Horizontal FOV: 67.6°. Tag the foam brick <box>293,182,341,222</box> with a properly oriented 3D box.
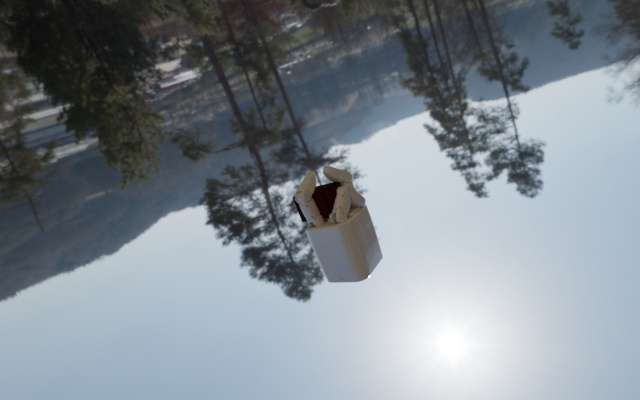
[{"bbox_3d":[0.000,0.003,0.849,0.078,0.051,0.053,-11,14,45],"label":"foam brick"}]
